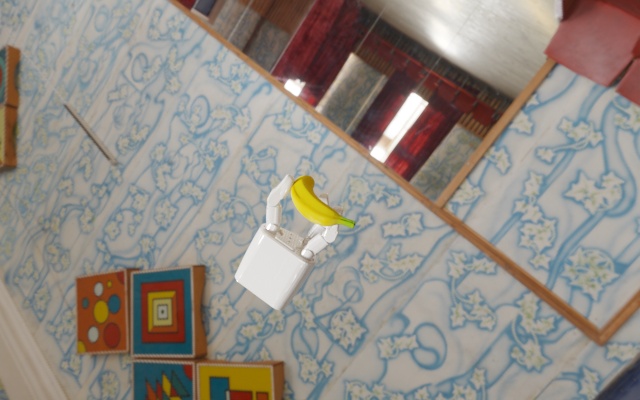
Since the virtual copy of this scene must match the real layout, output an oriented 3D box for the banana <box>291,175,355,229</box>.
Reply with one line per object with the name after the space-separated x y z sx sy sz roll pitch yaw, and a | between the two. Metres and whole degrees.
-0.014 -0.001 0.775 0.069 0.037 0.197 19 16 -29 | banana
